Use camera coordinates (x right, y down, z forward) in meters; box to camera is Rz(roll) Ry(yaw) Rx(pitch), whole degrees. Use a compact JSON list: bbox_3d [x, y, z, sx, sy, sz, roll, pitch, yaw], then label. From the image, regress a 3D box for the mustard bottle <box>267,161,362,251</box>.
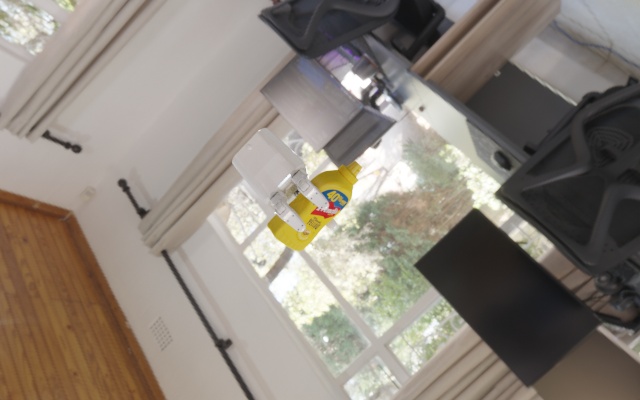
[{"bbox_3d":[0.000,0.003,0.850,0.096,0.191,0.058,37,10,-50],"label":"mustard bottle"}]
